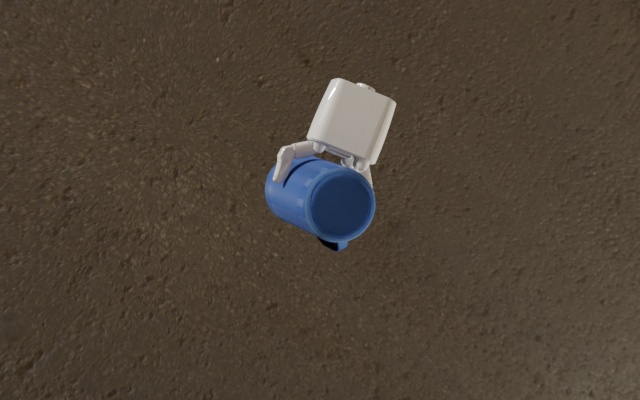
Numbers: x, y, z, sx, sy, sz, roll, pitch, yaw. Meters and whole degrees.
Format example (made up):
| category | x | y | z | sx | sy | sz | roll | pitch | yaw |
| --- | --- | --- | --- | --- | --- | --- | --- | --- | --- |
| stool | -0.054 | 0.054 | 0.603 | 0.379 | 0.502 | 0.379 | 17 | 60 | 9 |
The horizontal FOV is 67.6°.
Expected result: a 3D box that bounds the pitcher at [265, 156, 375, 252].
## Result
| category | x | y | z | sx | sy | sz | roll | pitch | yaw |
| --- | --- | --- | --- | --- | --- | --- | --- | --- | --- |
| pitcher | 0.000 | 0.002 | 0.779 | 0.149 | 0.145 | 0.243 | 21 | 1 | -18 |
